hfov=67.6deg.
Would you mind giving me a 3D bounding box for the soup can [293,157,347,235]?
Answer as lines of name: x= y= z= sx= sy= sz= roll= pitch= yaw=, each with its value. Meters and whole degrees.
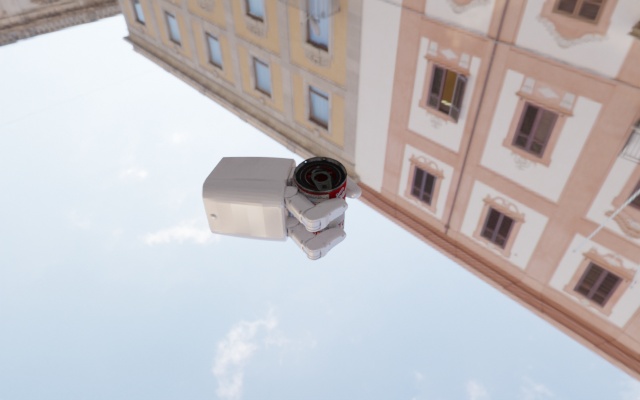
soup can: x=0.001 y=0.002 z=0.639 sx=0.068 sy=0.102 sz=0.068 roll=0 pitch=44 yaw=0
